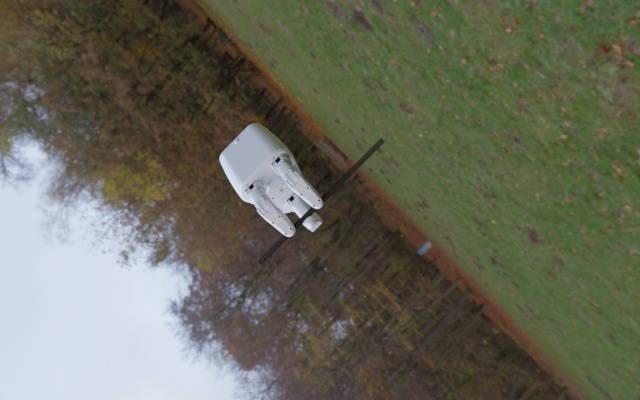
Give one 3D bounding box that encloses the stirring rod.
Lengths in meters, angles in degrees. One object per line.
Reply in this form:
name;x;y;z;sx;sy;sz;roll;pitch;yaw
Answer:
stirring rod;0.000;0.002;0.661;0.239;0.011;0.011;-45;3;3
